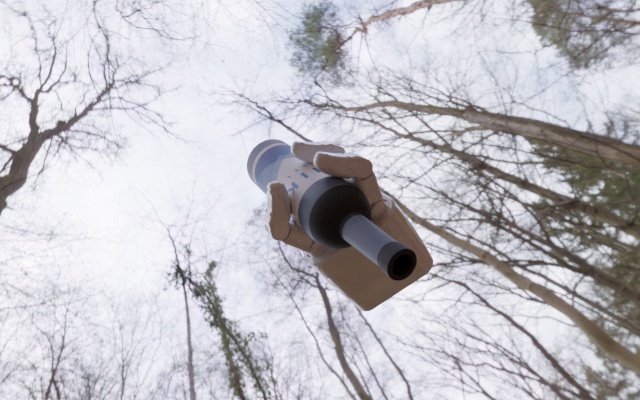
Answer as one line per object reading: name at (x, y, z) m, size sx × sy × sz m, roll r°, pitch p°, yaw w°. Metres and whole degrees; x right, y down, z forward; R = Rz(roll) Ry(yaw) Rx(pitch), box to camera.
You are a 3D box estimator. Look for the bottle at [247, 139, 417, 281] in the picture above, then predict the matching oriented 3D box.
bottle at (0.000, 0.001, 0.492) m, size 0.069 × 0.069 × 0.295 m, roll 0°, pitch 19°, yaw -27°
